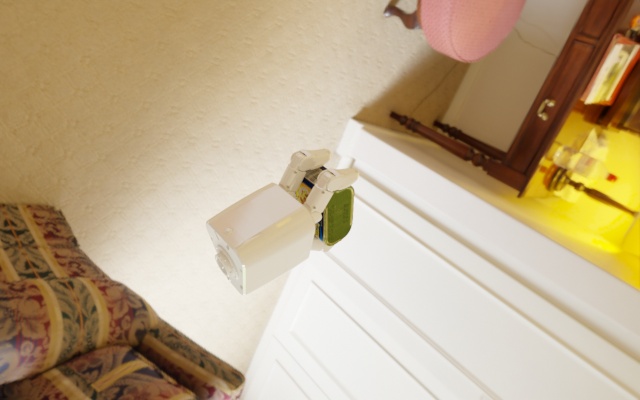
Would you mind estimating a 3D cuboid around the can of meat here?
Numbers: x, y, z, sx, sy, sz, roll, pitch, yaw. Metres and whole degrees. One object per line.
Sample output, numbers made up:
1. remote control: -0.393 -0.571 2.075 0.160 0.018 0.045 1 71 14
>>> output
1. can of meat: 0.000 0.002 0.669 0.057 0.102 0.084 -28 47 -28
